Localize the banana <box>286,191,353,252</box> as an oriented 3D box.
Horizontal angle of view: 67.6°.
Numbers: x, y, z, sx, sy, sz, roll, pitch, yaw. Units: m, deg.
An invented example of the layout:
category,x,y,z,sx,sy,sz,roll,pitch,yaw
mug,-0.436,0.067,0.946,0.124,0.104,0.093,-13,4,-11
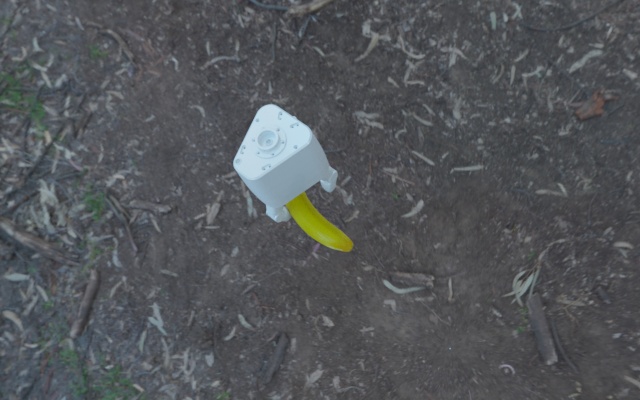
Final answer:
category,x,y,z,sx,sy,sz,roll,pitch,yaw
banana,-0.018,0.008,0.779,0.069,0.197,0.037,-26,-24,-2
